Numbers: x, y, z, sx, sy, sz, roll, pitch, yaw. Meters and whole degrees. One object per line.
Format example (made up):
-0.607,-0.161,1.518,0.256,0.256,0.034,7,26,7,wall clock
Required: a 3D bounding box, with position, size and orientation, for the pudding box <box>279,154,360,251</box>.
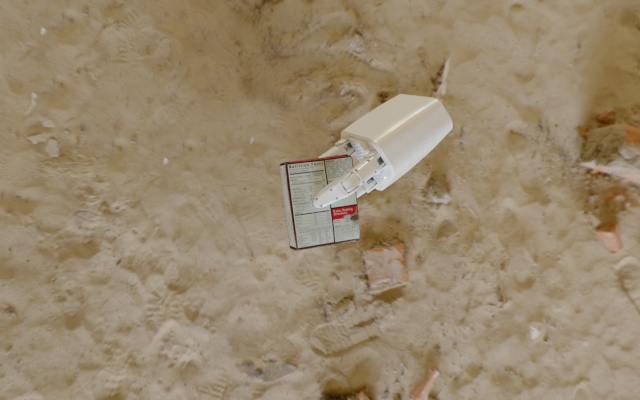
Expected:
0.000,0.002,0.610,0.090,0.113,0.039,-8,2,-15,pudding box
